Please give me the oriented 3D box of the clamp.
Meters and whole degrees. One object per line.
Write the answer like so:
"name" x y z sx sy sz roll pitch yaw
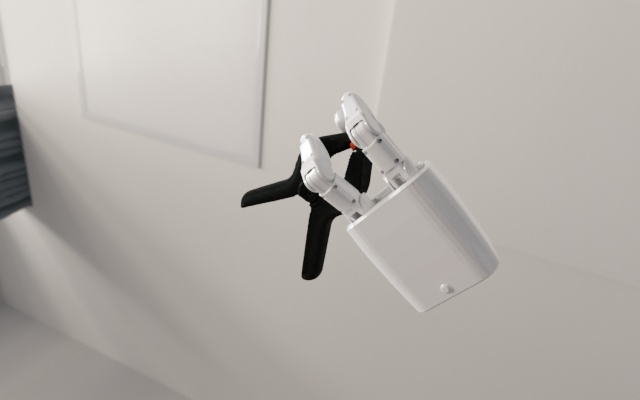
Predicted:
"clamp" 0.000 0.001 0.484 0.171 0.120 0.039 -39 -3 33
